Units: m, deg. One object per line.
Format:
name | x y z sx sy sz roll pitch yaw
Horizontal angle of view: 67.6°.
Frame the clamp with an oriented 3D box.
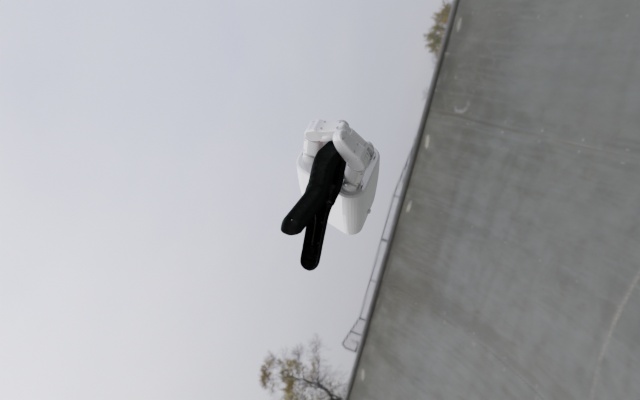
clamp | 0.000 0.002 0.601 0.039 0.171 0.120 17 -33 14
